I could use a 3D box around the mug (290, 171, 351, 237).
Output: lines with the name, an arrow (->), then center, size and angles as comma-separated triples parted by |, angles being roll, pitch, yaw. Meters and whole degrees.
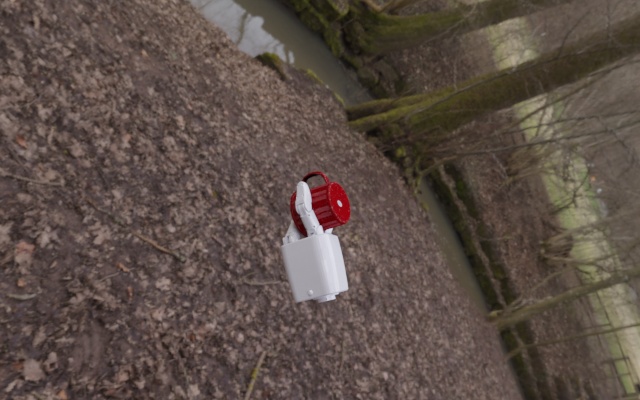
mug -> 0.000, 0.001, 0.887 | 0.081, 0.117, 0.093 | -18, -11, 28
